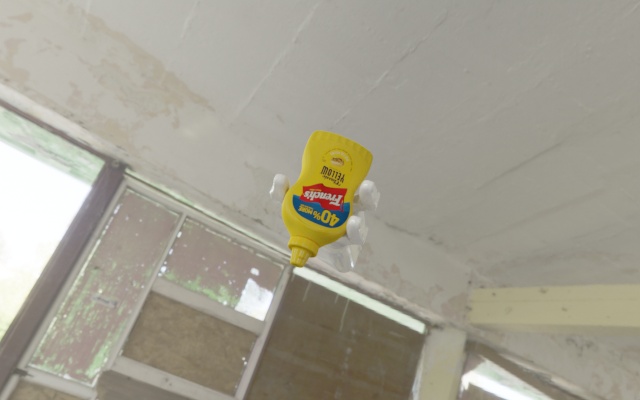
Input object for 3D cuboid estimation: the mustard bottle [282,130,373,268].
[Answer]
[{"bbox_3d":[0.000,0.002,0.655,0.096,0.191,0.058,23,-23,-5],"label":"mustard bottle"}]
